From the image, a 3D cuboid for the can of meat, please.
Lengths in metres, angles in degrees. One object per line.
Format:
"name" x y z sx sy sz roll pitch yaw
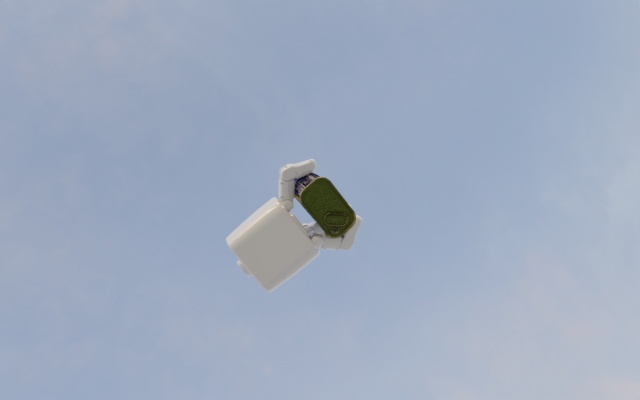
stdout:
"can of meat" 0.000 0.002 0.773 0.057 0.102 0.084 -41 23 -5
